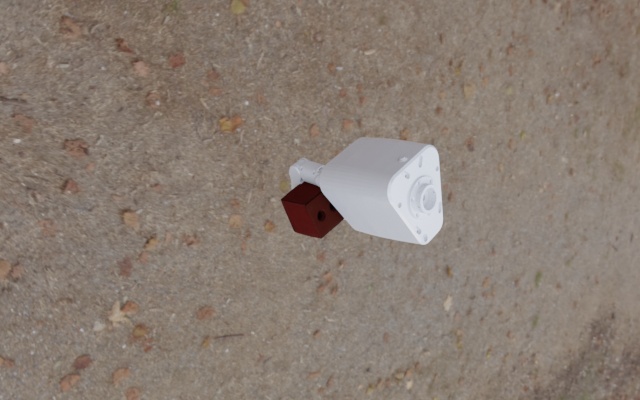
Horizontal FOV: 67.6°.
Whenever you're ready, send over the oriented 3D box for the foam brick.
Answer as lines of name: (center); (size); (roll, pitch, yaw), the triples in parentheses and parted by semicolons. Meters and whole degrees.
foam brick: (0.000, 0.002, 0.600); (0.078, 0.053, 0.051); (-40, 33, -29)
